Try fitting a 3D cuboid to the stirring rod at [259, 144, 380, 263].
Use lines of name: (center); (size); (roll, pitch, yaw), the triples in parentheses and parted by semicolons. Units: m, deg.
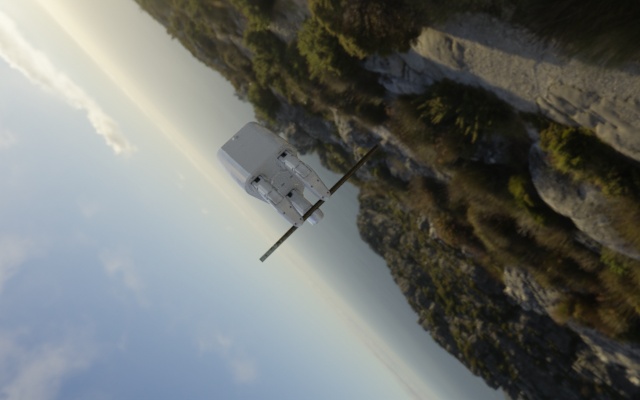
stirring rod: (0.000, 0.002, 0.694); (0.239, 0.011, 0.011); (-44, 7, -7)
